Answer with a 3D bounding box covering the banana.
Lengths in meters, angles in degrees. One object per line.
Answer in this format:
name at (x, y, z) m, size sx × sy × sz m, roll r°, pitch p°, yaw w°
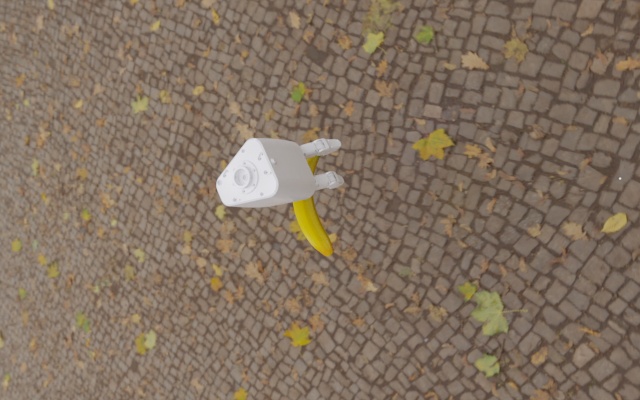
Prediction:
banana at (-0.017, 0.000, 0.836) m, size 0.069 × 0.198 × 0.037 m, roll -4°, pitch -1°, yaw 25°
